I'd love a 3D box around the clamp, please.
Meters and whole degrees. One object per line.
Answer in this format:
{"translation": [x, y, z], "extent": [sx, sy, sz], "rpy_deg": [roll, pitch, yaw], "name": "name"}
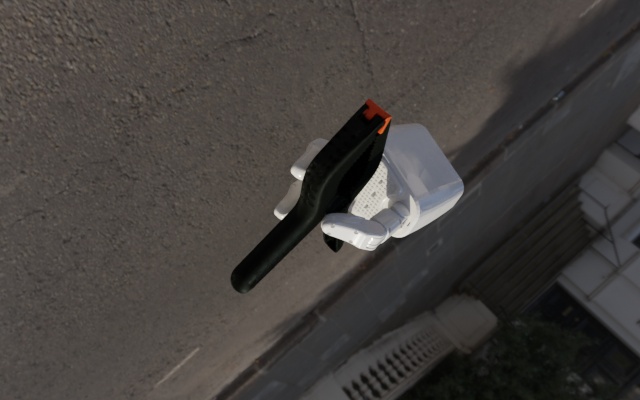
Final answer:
{"translation": [0.001, 0.002, 0.456], "extent": [0.036, 0.210, 0.164], "rpy_deg": [43, 40, 21], "name": "clamp"}
